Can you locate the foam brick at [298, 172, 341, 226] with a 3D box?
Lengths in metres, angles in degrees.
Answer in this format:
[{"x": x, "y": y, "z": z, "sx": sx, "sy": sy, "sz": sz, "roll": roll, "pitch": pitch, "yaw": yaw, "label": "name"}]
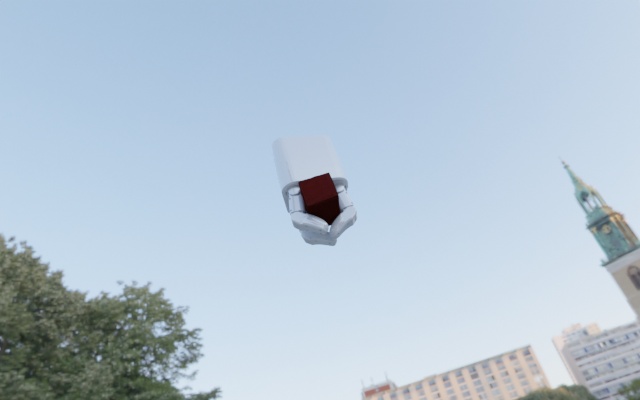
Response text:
[{"x": 0.000, "y": 0.002, "z": 0.760, "sx": 0.053, "sy": 0.051, "sz": 0.078, "roll": -17, "pitch": -33, "yaw": -4, "label": "foam brick"}]
